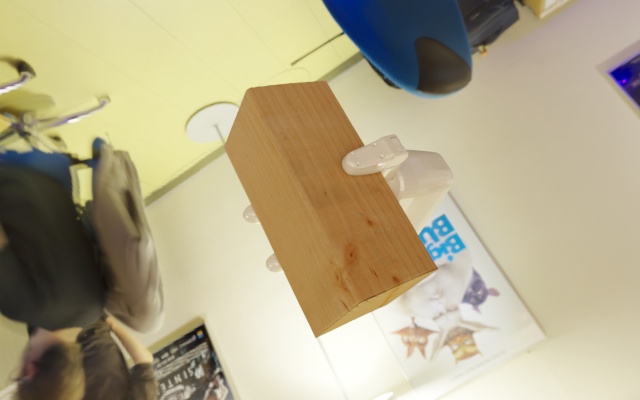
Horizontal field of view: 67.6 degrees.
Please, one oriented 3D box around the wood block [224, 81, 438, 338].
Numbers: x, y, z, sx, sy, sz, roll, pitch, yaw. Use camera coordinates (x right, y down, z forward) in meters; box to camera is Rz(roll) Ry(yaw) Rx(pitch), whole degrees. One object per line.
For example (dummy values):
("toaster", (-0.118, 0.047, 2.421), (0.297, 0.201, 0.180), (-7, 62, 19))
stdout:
("wood block", (0.001, 0.001, 0.433), (0.090, 0.206, 0.091), (-15, -23, -34))
